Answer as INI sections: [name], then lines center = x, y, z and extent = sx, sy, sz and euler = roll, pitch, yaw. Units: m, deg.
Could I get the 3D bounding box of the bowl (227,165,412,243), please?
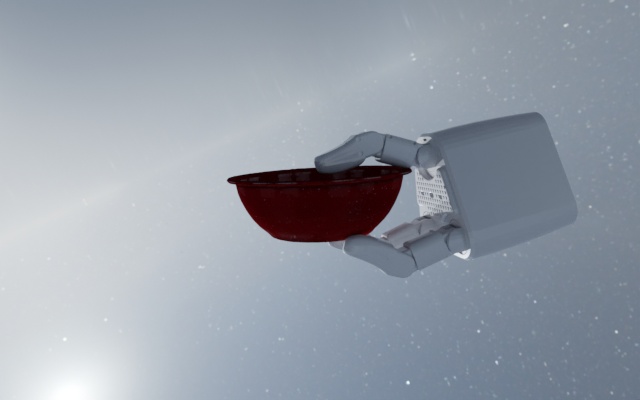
[bowl]
center = -0.001, 0.002, 0.425
extent = 0.162, 0.055, 0.162
euler = -3, 7, 0
